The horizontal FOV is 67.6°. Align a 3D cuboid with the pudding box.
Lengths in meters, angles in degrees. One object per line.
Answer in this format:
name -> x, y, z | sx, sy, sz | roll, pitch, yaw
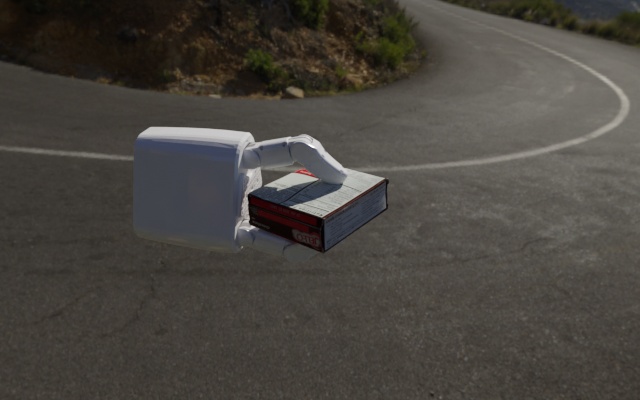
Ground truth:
pudding box -> 0.000, 0.001, 0.460 | 0.090, 0.039, 0.113 | 18, 33, 33
